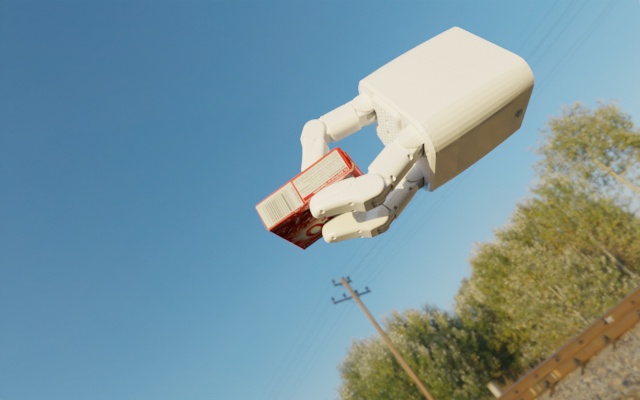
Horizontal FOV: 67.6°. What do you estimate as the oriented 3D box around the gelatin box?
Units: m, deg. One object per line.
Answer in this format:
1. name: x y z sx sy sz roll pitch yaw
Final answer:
1. gelatin box: 0.000 0.001 0.415 0.089 0.030 0.073 -35 -28 8
